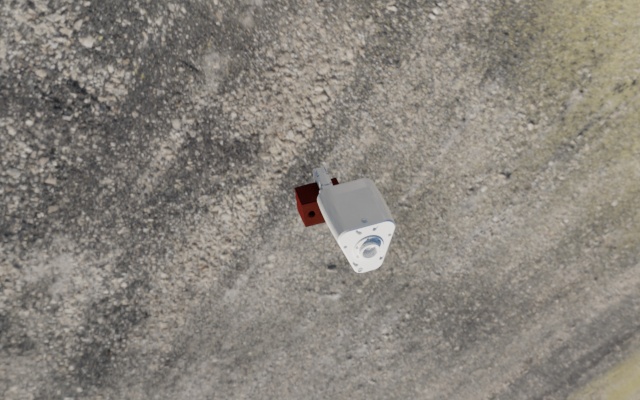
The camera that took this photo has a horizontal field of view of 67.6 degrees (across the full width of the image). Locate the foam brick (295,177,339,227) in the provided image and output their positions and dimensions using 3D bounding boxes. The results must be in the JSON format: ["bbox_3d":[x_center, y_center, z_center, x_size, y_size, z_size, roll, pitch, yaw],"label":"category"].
[{"bbox_3d":[0.000,0.003,0.821,0.078,0.053,0.051,-15,41,-8],"label":"foam brick"}]
